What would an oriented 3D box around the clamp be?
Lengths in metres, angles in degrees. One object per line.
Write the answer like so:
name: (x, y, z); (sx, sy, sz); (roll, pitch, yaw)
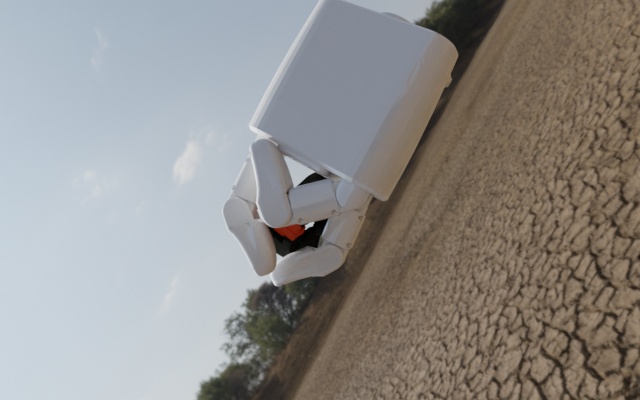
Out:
clamp: (-0.001, 0.001, 0.419); (0.039, 0.120, 0.171); (29, 3, 7)
